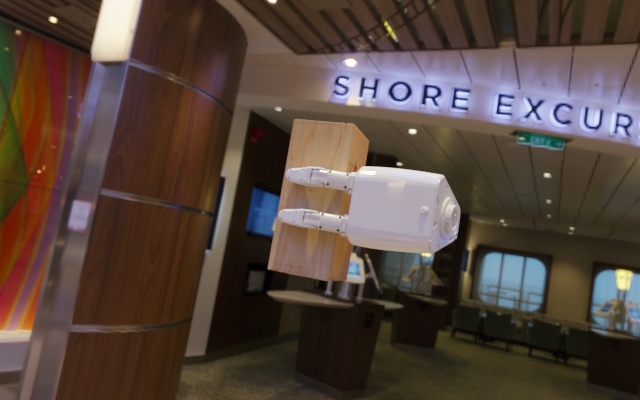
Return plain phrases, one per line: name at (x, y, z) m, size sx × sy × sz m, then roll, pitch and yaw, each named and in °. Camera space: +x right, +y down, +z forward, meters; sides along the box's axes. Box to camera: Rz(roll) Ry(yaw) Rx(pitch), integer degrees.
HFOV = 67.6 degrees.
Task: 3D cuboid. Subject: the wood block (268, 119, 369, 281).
wood block at (0.001, 0.002, 0.667) m, size 0.090 × 0.206 × 0.091 m, roll 8°, pitch -6°, yaw 20°
